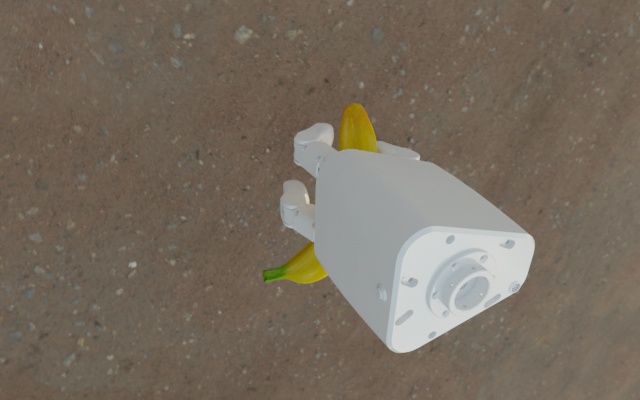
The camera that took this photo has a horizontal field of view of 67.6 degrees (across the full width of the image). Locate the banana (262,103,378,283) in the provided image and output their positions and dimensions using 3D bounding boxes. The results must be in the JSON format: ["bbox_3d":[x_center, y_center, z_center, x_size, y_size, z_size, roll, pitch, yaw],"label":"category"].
[{"bbox_3d":[0.014,0.009,0.450,0.069,0.198,0.037,15,22,-30],"label":"banana"}]
